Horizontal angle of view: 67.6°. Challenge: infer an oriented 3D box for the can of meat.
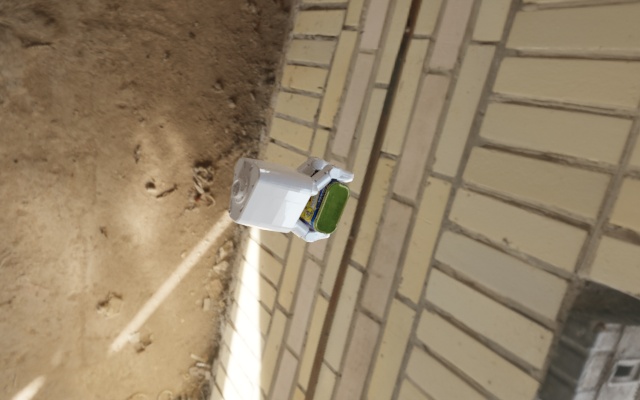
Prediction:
[{"bbox_3d":[0.000,0.003,0.874,0.057,0.102,0.084,16,8,-36],"label":"can of meat"}]
